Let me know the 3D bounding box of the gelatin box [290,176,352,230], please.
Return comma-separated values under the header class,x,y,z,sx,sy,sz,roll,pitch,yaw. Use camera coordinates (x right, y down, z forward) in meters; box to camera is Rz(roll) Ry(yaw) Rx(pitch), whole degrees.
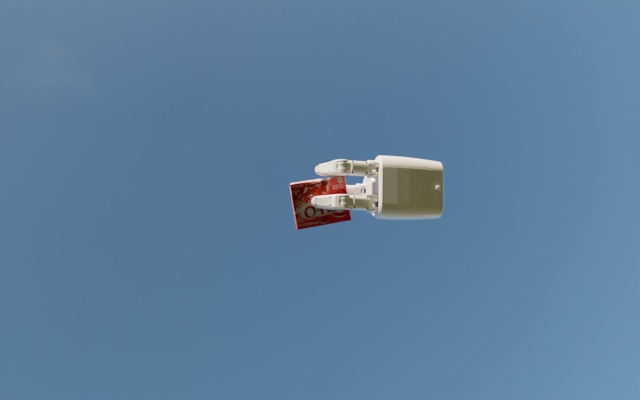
class,x,y,z,sx,sy,sz,roll,pitch,yaw
gelatin box,0.000,0.002,0.759,0.089,0.073,0.030,-9,5,-2
